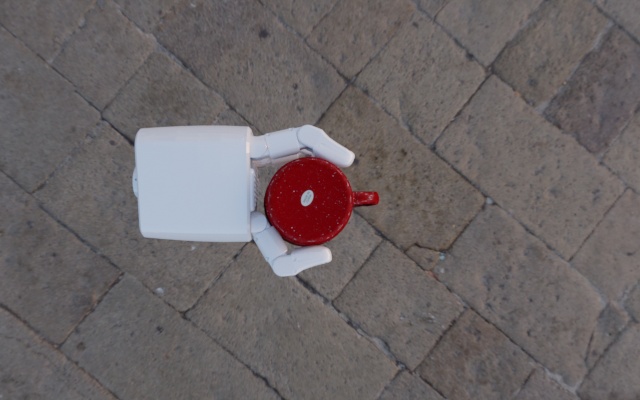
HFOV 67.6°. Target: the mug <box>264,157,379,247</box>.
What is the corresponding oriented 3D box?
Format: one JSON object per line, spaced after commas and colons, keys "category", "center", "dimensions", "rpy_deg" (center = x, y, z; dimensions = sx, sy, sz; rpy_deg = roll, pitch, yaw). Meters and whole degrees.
{"category": "mug", "center": [0.002, 0.002, 0.473], "dimensions": [0.117, 0.093, 0.081], "rpy_deg": [-1, -2, -3]}
